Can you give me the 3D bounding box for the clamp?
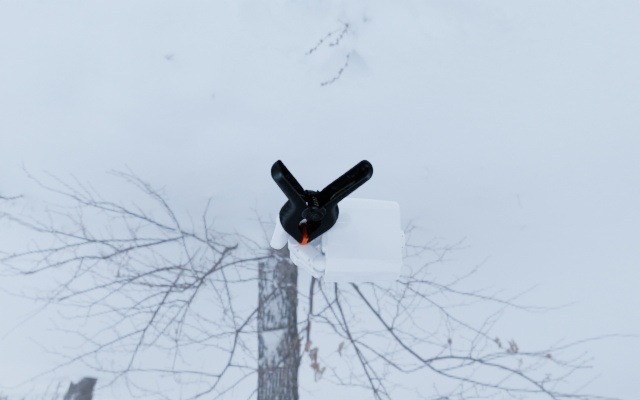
[{"bbox_3d":[0.000,0.003,0.605,0.120,0.039,0.172,-1,-31,-4],"label":"clamp"}]
